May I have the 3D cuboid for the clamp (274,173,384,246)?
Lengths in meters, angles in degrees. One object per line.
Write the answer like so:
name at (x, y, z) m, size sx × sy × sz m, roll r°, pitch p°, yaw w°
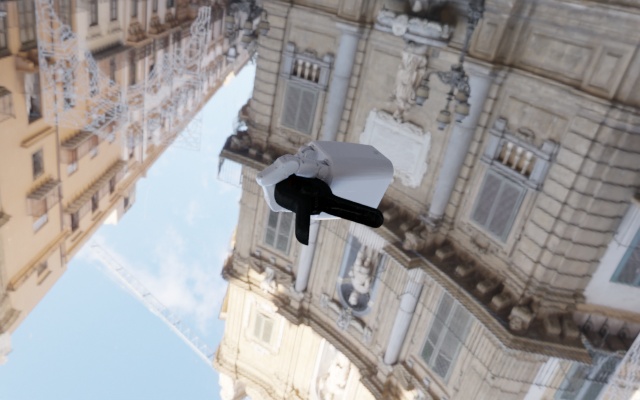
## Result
clamp at (0.000, 0.003, 0.627) m, size 0.120 × 0.039 × 0.171 m, roll -1°, pitch 29°, yaw -25°
